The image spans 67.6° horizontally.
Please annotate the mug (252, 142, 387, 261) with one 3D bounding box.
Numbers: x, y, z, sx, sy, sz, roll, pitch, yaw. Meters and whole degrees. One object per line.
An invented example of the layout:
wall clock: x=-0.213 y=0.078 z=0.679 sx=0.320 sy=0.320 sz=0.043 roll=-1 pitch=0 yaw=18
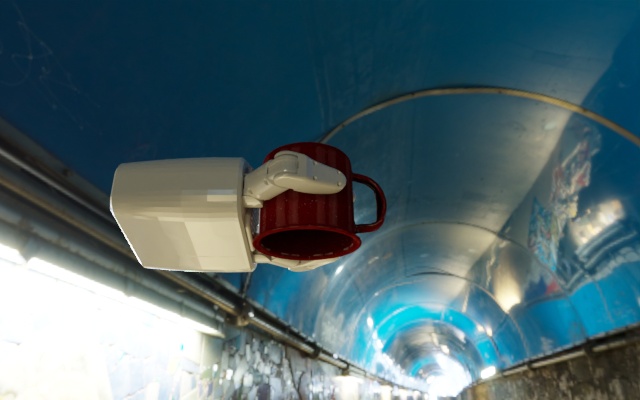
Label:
mug: x=0.002 y=0.001 z=0.422 sx=0.117 sy=0.081 sz=0.093 roll=-1 pitch=-23 yaw=0
